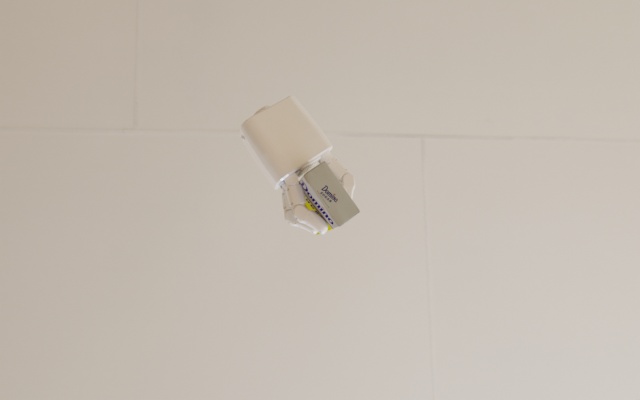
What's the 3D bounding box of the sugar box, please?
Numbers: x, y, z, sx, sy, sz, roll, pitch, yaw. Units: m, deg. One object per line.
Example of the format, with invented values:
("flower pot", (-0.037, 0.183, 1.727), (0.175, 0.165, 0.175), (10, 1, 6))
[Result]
("sugar box", (0.000, 0.003, 0.761), (0.048, 0.093, 0.176), (-35, -1, -11))
